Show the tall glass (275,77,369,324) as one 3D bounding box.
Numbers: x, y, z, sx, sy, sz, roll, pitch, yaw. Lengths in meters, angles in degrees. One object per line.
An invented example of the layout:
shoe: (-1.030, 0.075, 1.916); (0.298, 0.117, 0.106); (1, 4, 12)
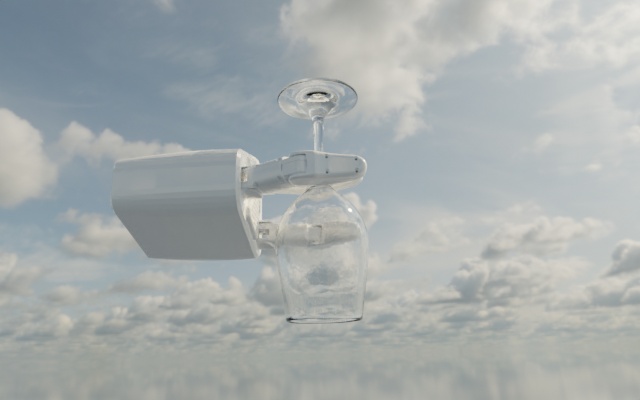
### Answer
tall glass: (0.000, 0.001, 0.411); (0.079, 0.201, 0.079); (-2, -18, -1)
